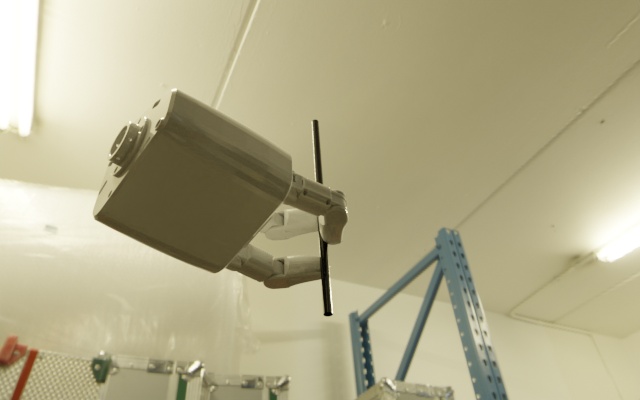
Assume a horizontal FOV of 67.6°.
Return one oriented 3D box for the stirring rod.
[{"bbox_3d":[0.000,0.002,0.465,0.011,0.239,0.011,-2,-41,-2],"label":"stirring rod"}]
